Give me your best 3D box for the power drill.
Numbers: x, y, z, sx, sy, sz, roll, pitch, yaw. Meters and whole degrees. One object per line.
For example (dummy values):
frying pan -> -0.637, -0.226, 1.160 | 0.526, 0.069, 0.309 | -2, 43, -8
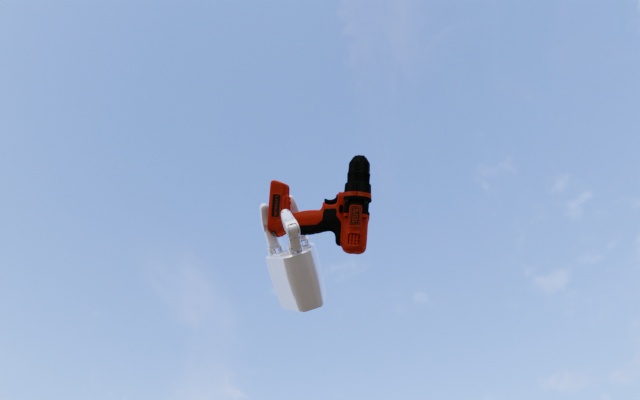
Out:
power drill -> 0.000, 0.003, 0.883 | 0.187, 0.184, 0.057 | 2, -12, 9
